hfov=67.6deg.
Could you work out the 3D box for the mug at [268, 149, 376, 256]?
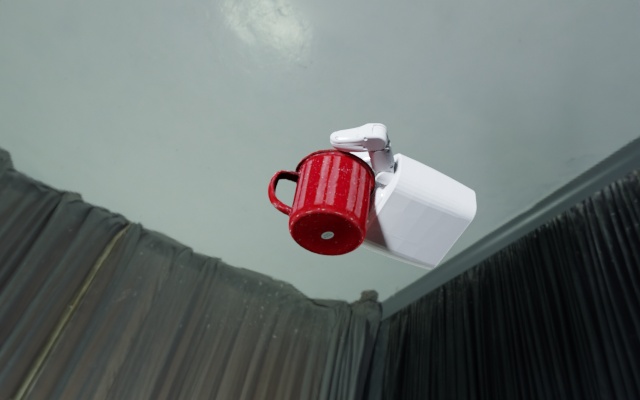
[{"bbox_3d":[-0.001,0.001,0.515,0.117,0.081,0.093,19,-42,-10],"label":"mug"}]
